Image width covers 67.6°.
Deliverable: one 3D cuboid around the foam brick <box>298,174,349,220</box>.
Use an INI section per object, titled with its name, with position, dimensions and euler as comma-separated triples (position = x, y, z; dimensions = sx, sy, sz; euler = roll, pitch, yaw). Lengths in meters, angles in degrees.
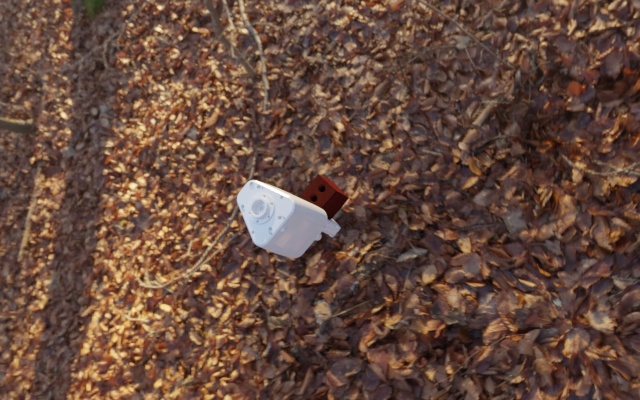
[foam brick]
position = 0.000, 0.002, 0.842
dimensions = 0.053, 0.078, 0.051
euler = 44, 9, 32
